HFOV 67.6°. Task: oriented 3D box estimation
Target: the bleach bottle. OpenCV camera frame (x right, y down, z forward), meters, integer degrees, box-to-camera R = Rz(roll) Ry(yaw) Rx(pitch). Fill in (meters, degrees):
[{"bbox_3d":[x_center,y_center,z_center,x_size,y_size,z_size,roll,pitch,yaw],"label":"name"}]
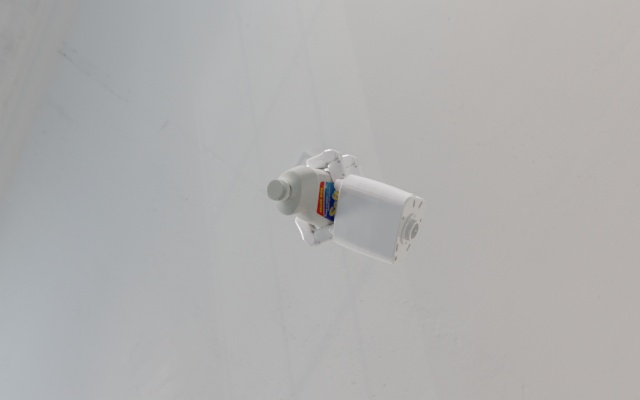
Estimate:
[{"bbox_3d":[0.000,0.002,0.765,0.068,0.102,0.251,21,7,32],"label":"bleach bottle"}]
